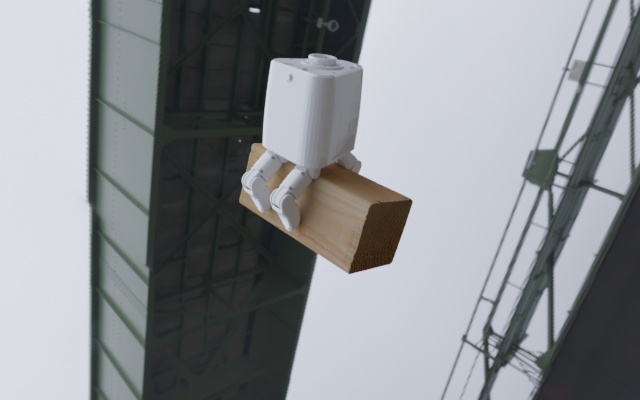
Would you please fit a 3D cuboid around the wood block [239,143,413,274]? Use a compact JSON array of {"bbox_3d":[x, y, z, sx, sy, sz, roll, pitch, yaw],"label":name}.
[{"bbox_3d":[0.000,0.002,0.614,0.206,0.090,0.091,29,22,37],"label":"wood block"}]
